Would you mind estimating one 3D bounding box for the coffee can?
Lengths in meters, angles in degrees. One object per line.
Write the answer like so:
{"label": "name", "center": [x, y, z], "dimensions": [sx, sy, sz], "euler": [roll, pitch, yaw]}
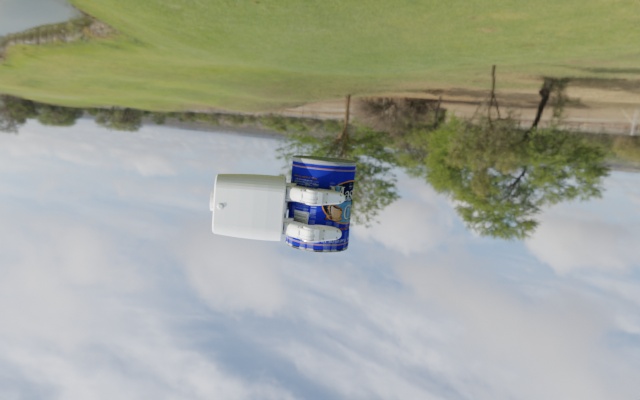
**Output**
{"label": "coffee can", "center": [0.000, 0.002, 0.764], "dimensions": [0.103, 0.140, 0.103], "euler": [5, 8, -1]}
